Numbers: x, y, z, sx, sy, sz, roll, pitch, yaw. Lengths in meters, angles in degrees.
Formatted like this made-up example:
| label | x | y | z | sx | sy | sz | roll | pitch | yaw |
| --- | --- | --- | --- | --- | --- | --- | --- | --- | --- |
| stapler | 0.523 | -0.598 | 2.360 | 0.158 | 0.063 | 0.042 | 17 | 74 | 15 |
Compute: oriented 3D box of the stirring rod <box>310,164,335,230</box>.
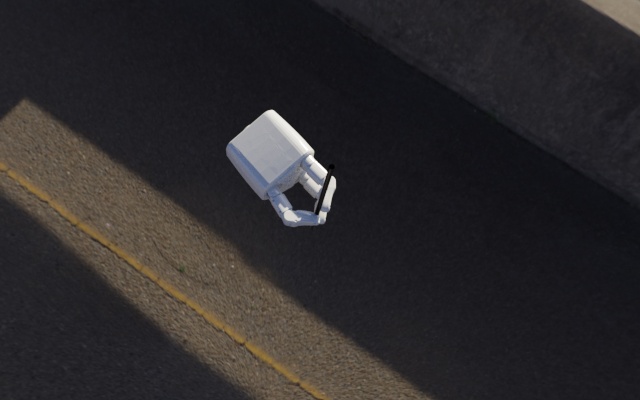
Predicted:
| label | x | y | z | sx | sy | sz | roll | pitch | yaw |
| --- | --- | --- | --- | --- | --- | --- | --- | --- | --- |
| stirring rod | 0.000 | 0.002 | 0.734 | 0.011 | 0.011 | 0.240 | 0 | -23 | -8 |
